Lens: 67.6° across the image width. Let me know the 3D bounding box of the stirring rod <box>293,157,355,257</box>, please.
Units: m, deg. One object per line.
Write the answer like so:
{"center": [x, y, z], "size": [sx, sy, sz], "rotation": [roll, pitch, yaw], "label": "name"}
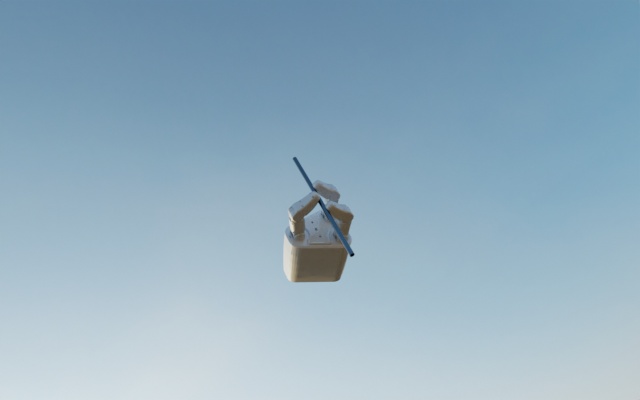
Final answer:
{"center": [0.000, 0.003, 0.783], "size": [0.011, 0.011, 0.239], "rotation": [0, 41, -31], "label": "stirring rod"}
